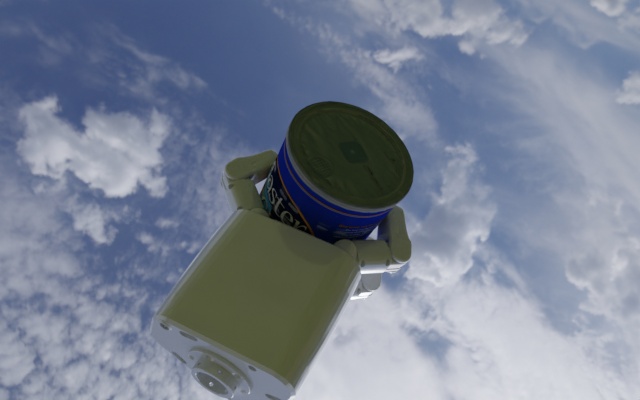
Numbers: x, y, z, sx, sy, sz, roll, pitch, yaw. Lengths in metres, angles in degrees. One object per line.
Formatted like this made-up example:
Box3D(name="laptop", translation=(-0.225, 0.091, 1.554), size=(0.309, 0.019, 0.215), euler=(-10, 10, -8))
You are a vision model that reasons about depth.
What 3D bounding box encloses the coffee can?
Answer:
Box3D(name="coffee can", translation=(0.000, 0.001, 0.409), size=(0.103, 0.102, 0.140), euler=(0, -34, -25))
